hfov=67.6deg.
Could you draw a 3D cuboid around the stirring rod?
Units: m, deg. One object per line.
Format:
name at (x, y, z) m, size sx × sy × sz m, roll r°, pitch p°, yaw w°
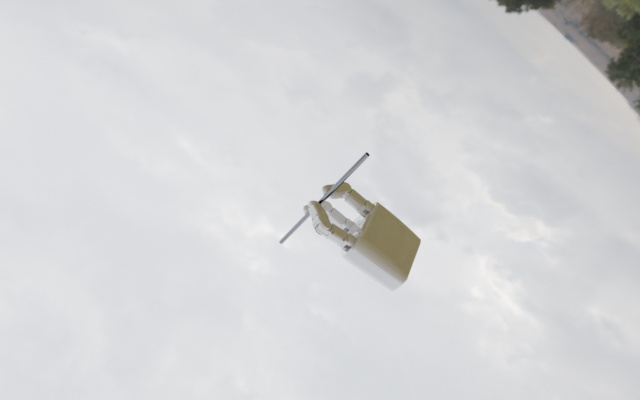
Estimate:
stirring rod at (0.000, 0.003, 0.773) m, size 0.011 × 0.011 × 0.240 m, roll 0°, pitch -36°, yaw -46°
